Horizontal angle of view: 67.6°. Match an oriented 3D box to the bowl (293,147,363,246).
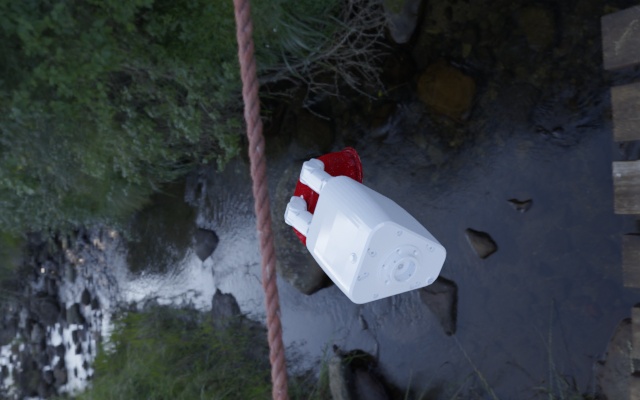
[{"bbox_3d":[-0.001,0.002,0.648,0.055,0.162,0.162,10,-3,-17],"label":"bowl"}]
